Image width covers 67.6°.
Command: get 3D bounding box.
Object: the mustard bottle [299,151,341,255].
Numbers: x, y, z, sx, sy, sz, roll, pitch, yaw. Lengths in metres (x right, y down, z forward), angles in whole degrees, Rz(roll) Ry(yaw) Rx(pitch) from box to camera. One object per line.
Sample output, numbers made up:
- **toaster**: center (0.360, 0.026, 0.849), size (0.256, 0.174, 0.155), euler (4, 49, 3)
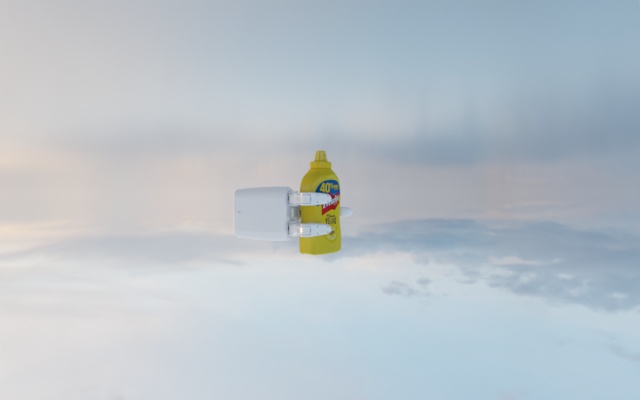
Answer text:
- **mustard bottle**: center (0.000, 0.003, 0.896), size (0.058, 0.191, 0.096), euler (0, 1, 39)
